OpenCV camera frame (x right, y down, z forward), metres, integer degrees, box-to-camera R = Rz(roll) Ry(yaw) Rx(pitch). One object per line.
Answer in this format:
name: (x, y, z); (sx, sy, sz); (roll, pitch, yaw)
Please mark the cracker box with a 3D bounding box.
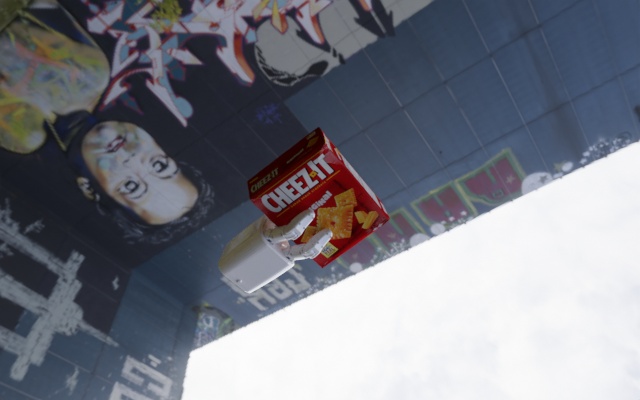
cracker box: (0.000, 0.003, 0.859); (0.164, 0.214, 0.072); (-36, 33, 11)
